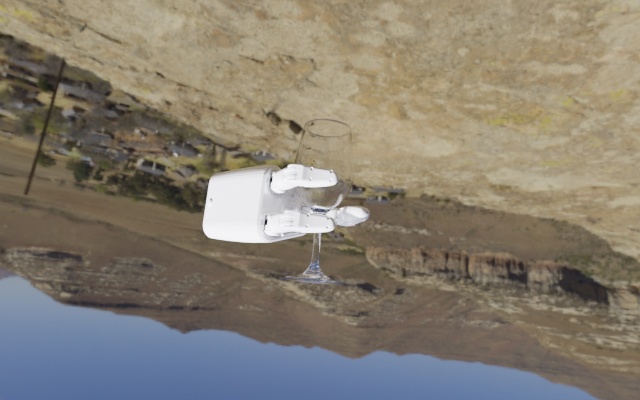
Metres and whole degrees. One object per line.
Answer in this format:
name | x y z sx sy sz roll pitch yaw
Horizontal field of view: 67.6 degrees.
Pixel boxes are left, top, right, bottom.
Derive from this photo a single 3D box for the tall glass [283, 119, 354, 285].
tall glass | 0.000 0.003 0.601 0.079 0.201 0.079 6 -12 1
